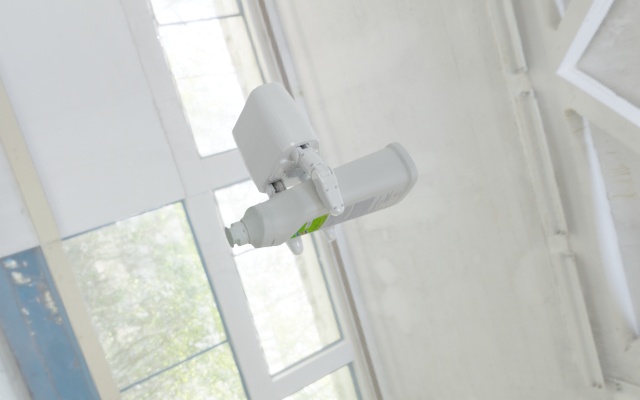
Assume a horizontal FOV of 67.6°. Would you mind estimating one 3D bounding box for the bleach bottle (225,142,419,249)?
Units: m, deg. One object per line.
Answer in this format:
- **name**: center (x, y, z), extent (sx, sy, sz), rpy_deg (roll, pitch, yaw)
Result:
- **bleach bottle**: center (0.000, 0.002, 0.616), extent (0.251, 0.068, 0.103), rpy_deg (-20, -23, -25)
